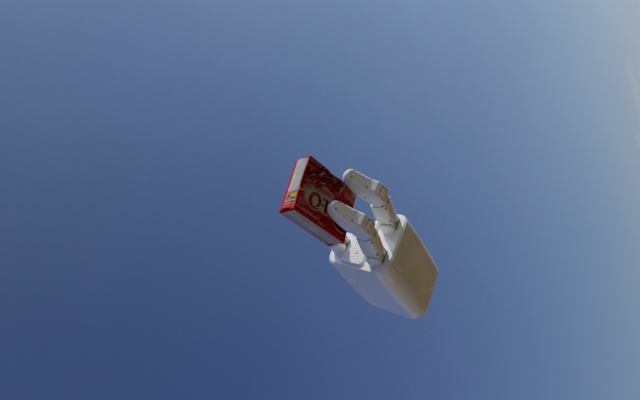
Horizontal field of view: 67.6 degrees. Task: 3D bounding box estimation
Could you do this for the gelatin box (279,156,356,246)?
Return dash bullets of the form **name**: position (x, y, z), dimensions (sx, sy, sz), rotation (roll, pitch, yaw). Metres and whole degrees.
- **gelatin box**: position (0.000, 0.002, 0.565), dimensions (0.030, 0.073, 0.089), rotation (-14, -41, 44)
